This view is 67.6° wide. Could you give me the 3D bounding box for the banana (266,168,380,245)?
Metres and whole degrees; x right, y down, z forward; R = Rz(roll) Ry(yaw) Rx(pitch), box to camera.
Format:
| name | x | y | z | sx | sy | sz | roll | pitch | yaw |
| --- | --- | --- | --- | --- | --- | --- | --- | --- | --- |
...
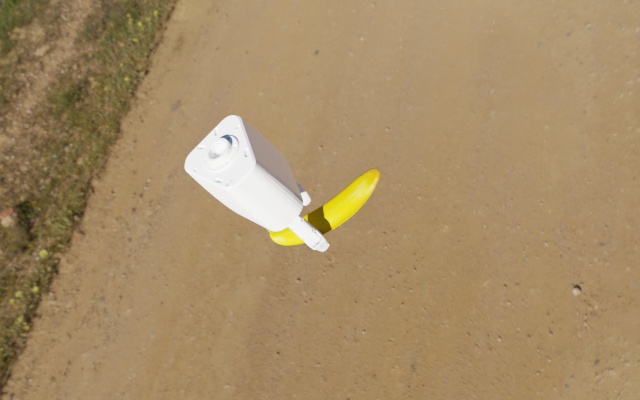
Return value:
| name | x | y | z | sx | sy | sz | roll | pitch | yaw |
| --- | --- | --- | --- | --- | --- | --- | --- | --- | --- |
| banana | 0.000 | 0.018 | 0.683 | 0.198 | 0.069 | 0.037 | -26 | -40 | 17 |
